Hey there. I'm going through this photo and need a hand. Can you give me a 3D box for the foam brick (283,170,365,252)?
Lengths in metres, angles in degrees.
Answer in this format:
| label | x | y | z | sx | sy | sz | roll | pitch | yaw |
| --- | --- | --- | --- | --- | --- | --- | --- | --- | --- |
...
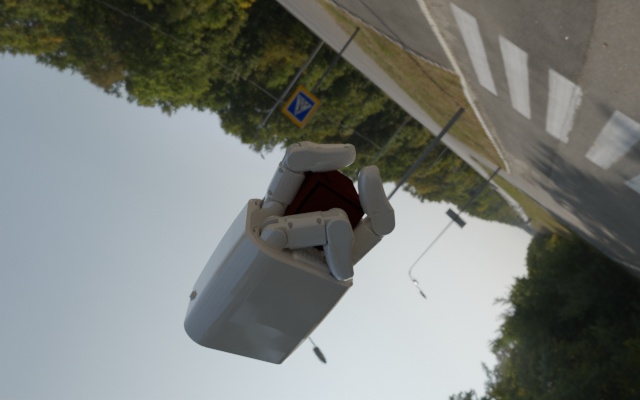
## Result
| label | x | y | z | sx | sy | sz | roll | pitch | yaw |
| --- | --- | --- | --- | --- | --- | --- | --- | --- | --- |
| foam brick | 0.000 | 0.001 | 0.432 | 0.053 | 0.051 | 0.078 | 32 | 16 | -17 |
